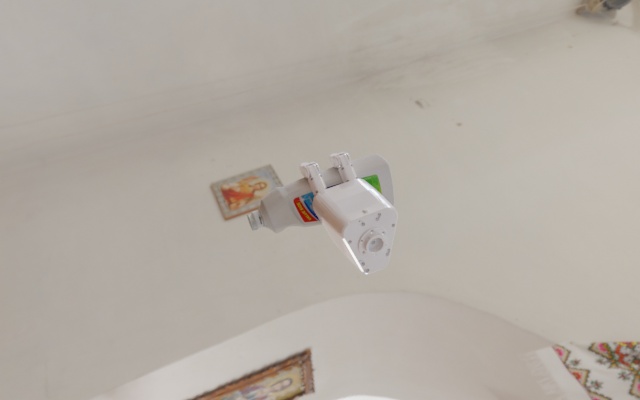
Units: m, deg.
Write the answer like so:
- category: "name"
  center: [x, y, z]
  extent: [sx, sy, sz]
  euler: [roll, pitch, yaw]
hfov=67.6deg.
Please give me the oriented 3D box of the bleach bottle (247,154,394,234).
- category: "bleach bottle"
  center: [0.000, 0.003, 0.816]
  extent: [0.251, 0.103, 0.068]
  euler: [-20, 31, -14]
